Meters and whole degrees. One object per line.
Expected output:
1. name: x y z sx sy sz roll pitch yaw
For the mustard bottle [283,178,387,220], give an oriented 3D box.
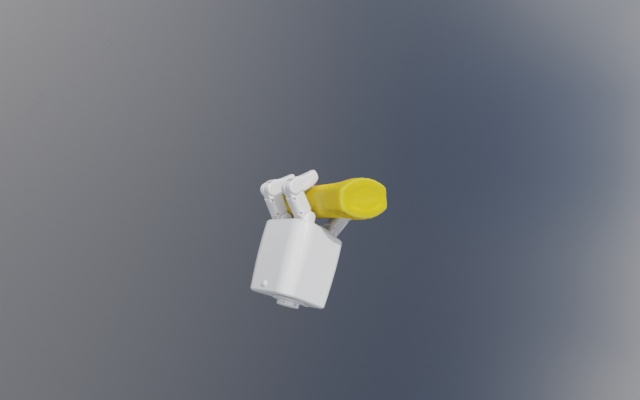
1. mustard bottle: 0.000 0.002 0.723 0.096 0.058 0.191 -4 0 -41
